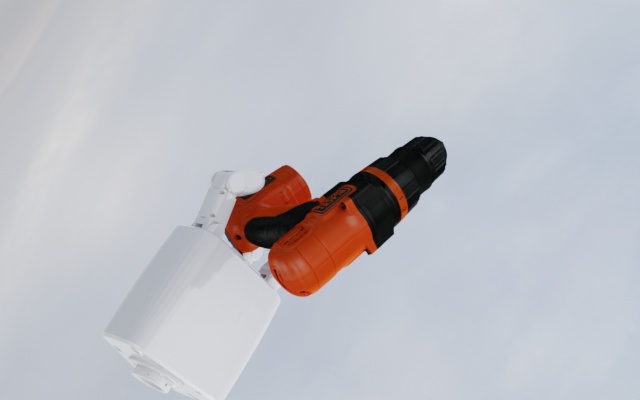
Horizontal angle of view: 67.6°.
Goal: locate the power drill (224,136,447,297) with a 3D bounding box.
[{"bbox_3d":[0.000,0.002,0.432,0.184,0.057,0.187,-37,19,-26],"label":"power drill"}]
